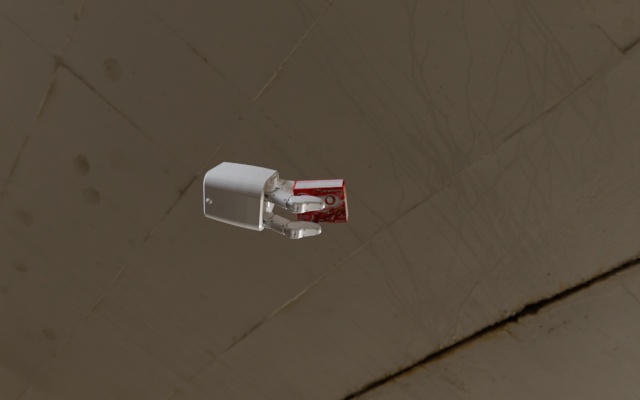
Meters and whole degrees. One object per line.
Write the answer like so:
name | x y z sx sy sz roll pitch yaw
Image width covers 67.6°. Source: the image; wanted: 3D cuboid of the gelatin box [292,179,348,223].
gelatin box | 0.001 0.002 0.822 0.089 0.073 0.030 -2 32 8
